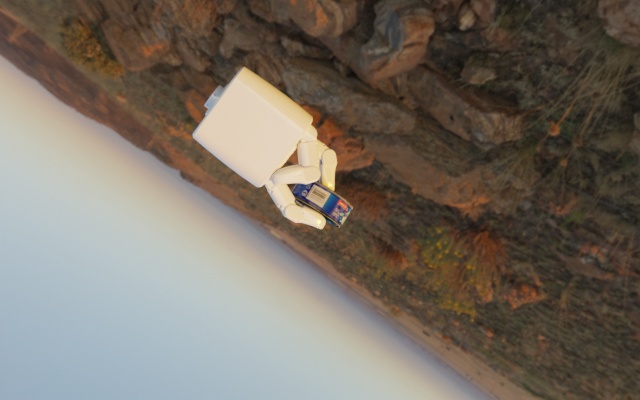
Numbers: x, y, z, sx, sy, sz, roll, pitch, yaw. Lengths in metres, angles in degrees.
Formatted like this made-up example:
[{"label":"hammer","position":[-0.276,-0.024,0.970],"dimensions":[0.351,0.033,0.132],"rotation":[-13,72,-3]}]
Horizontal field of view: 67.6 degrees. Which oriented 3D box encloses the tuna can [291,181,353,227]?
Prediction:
[{"label":"tuna can","position":[0.000,0.003,0.663],"dimensions":[0.086,0.033,0.086],"rotation":[31,-7,4]}]
